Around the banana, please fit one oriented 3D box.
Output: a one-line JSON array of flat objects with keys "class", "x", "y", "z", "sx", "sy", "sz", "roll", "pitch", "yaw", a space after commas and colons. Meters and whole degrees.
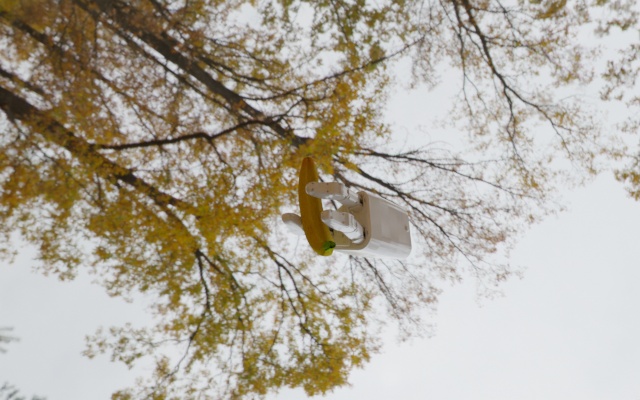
[{"class": "banana", "x": -0.006, "y": 0.018, "z": 0.742, "sx": 0.037, "sy": 0.070, "sz": 0.197, "roll": 8, "pitch": 42, "yaw": -25}]
